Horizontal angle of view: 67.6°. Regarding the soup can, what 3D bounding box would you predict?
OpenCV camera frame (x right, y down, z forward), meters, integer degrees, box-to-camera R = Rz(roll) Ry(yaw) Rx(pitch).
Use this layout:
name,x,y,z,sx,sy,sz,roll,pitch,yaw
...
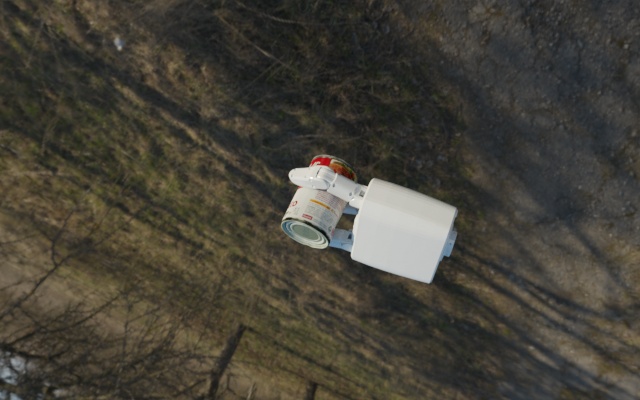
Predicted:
name,x,y,z,sx,sy,sz,roll,pitch,yaw
soup can,0.000,0.002,0.613,0.068,0.102,0.068,20,-27,11
